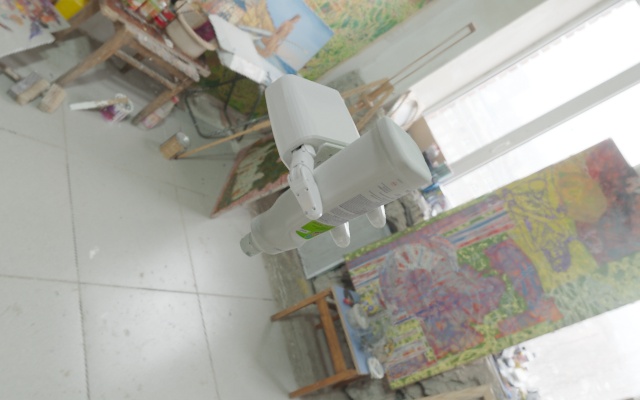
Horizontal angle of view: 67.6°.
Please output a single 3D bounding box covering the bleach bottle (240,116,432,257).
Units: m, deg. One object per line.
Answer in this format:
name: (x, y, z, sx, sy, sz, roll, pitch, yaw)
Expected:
bleach bottle: (0.000, 0.002, 0.571, 0.251, 0.068, 0.102, -30, -28, 22)
